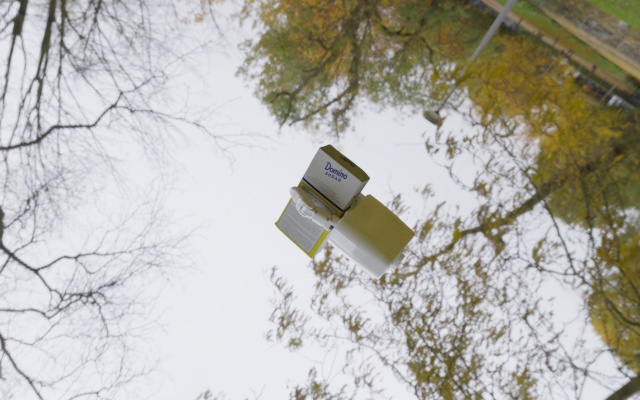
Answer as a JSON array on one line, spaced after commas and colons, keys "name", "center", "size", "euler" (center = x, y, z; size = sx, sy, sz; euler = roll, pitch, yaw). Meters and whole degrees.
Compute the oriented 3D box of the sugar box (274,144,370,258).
[{"name": "sugar box", "center": [0.000, 0.003, 0.805], "size": [0.093, 0.176, 0.048], "euler": [41, 28, 13]}]
